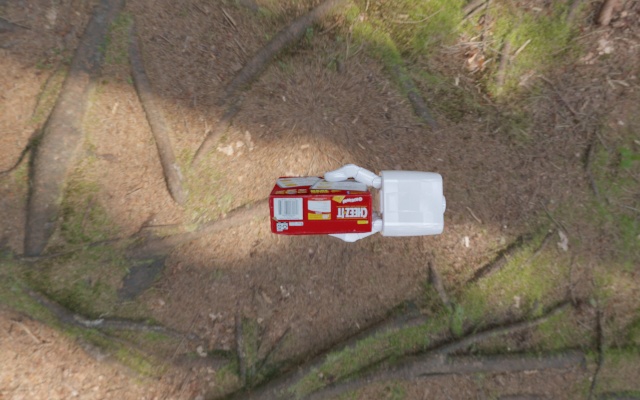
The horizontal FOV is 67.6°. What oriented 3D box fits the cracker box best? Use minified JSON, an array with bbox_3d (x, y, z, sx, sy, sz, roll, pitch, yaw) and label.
[{"bbox_3d":[0.000,0.003,0.849,0.164,0.072,0.213,-1,11,0],"label":"cracker box"}]
